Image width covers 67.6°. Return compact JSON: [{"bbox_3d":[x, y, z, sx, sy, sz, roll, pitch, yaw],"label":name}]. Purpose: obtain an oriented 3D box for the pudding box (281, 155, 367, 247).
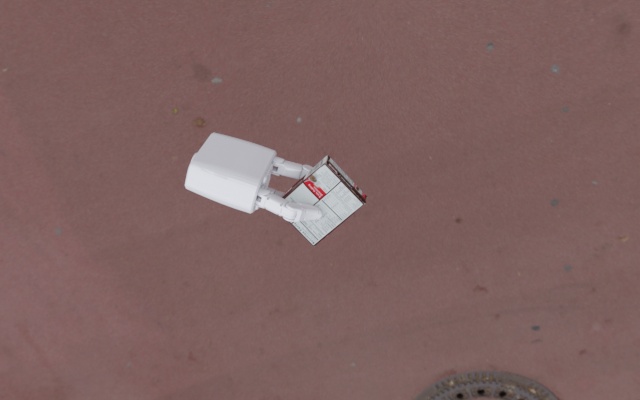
[{"bbox_3d":[0.000,0.002,0.726,0.113,0.090,0.039,-40,11,21],"label":"pudding box"}]
